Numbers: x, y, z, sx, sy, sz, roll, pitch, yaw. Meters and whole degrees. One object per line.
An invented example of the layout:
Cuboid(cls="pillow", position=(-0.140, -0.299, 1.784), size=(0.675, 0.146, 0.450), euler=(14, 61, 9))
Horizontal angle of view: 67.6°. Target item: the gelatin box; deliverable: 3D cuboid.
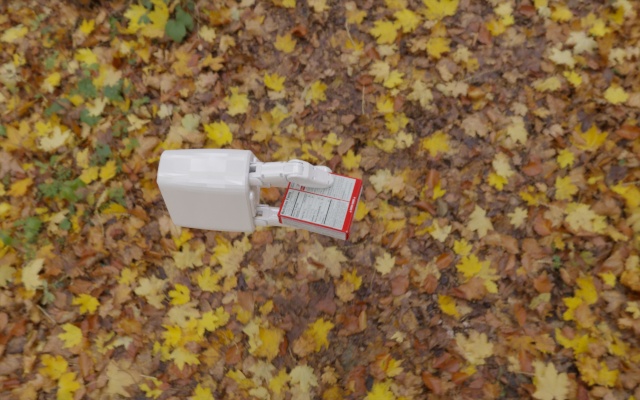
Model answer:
Cuboid(cls="gelatin box", position=(0.000, 0.002, 0.582), size=(0.089, 0.073, 0.030), euler=(13, -25, 9))
